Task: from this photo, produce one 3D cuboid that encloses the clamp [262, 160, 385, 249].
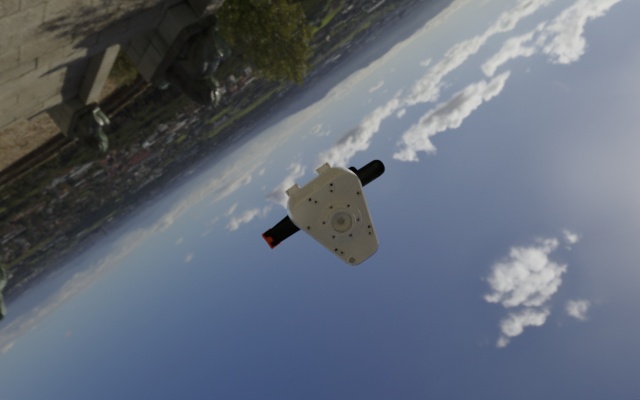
[{"bbox_3d":[0.000,0.003,0.763,0.210,0.036,0.164,-36,5,-1],"label":"clamp"}]
